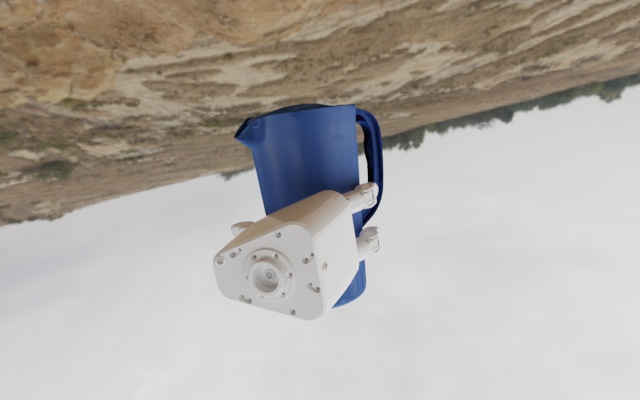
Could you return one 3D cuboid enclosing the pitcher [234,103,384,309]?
[{"bbox_3d":[0.000,0.002,0.594,0.149,0.243,0.145,-4,12,18],"label":"pitcher"}]
